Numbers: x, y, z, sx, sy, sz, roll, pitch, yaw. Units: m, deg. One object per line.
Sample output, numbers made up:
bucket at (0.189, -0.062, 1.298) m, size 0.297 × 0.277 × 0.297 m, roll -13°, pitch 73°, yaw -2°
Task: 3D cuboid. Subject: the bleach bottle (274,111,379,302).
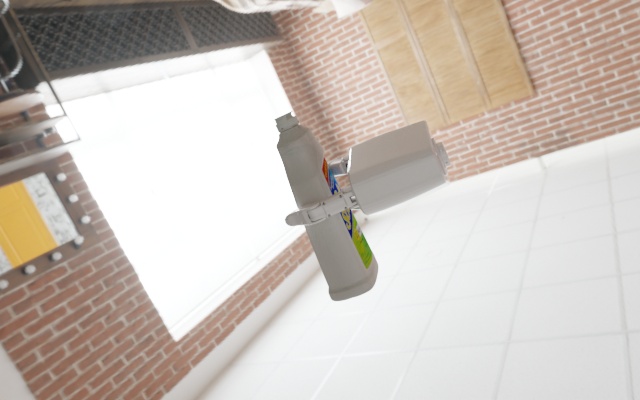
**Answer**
bleach bottle at (0.000, 0.002, 0.643) m, size 0.068 × 0.251 × 0.102 m, roll -21°, pitch 11°, yaw 17°
